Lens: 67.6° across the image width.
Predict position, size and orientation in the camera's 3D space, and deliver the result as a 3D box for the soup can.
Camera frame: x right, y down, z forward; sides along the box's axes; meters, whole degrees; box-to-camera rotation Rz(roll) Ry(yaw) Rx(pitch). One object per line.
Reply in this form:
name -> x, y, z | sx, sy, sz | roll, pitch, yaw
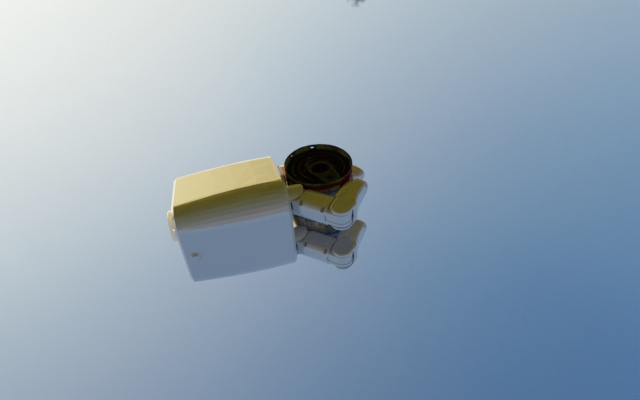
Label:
soup can -> 0.001, 0.002, 0.502 | 0.068, 0.102, 0.068 | -2, 41, 2
